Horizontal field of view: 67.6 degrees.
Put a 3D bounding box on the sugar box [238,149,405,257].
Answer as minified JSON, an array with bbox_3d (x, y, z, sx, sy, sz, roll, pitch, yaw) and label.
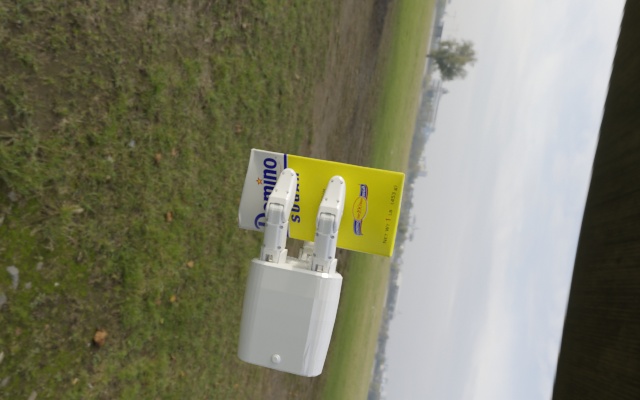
[{"bbox_3d":[0.000,0.002,0.536,0.176,0.093,0.048,10,-3,10],"label":"sugar box"}]
